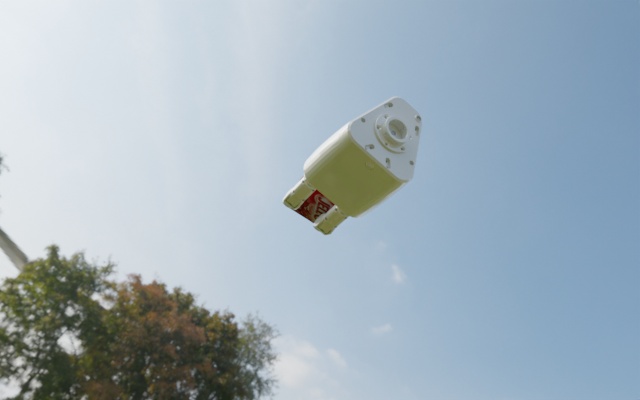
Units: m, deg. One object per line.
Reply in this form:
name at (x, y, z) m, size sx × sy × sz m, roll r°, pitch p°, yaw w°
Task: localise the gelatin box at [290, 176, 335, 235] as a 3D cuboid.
gelatin box at (0.000, 0.002, 0.668) m, size 0.073 × 0.030 × 0.089 m, roll 32°, pitch -30°, yaw 3°
